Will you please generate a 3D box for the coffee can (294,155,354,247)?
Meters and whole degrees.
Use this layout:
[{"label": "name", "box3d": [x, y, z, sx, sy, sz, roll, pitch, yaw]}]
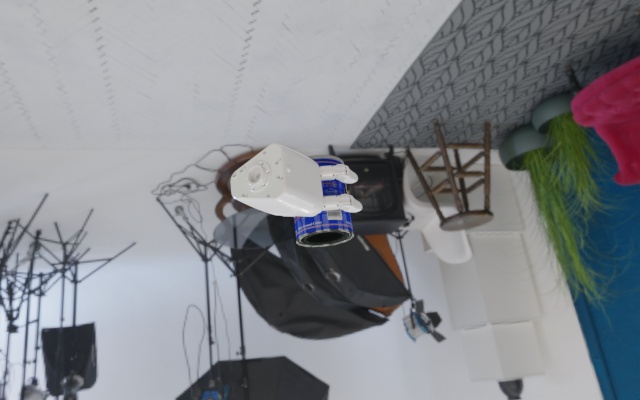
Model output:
[{"label": "coffee can", "box3d": [0.000, 0.003, 0.859, 0.103, 0.140, 0.103, -6, -19, -2]}]
